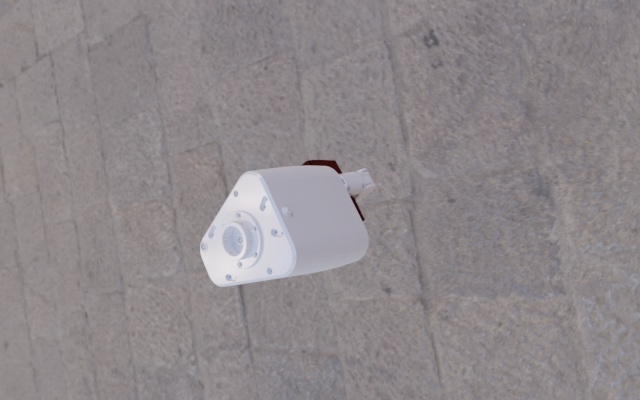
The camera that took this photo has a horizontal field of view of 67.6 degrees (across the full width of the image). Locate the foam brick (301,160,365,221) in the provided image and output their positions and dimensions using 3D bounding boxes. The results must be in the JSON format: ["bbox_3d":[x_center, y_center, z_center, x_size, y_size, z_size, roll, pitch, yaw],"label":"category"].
[{"bbox_3d":[0.000,0.001,0.509,0.053,0.078,0.051,-36,-18,33],"label":"foam brick"}]
